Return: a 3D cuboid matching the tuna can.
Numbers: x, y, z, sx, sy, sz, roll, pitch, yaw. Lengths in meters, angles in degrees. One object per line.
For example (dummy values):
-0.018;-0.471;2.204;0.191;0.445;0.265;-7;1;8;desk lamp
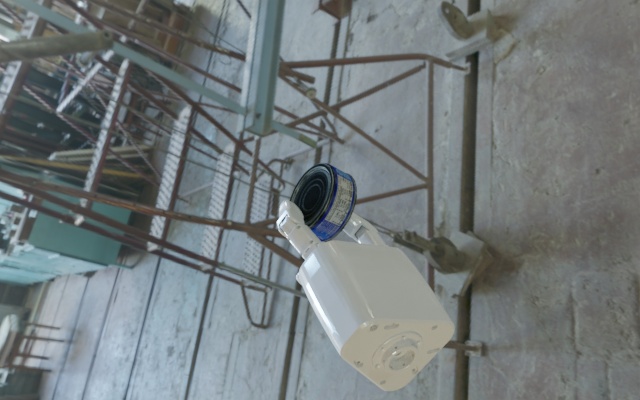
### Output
0.000;0.002;0.536;0.034;0.086;0.086;25;-14;-31;tuna can
